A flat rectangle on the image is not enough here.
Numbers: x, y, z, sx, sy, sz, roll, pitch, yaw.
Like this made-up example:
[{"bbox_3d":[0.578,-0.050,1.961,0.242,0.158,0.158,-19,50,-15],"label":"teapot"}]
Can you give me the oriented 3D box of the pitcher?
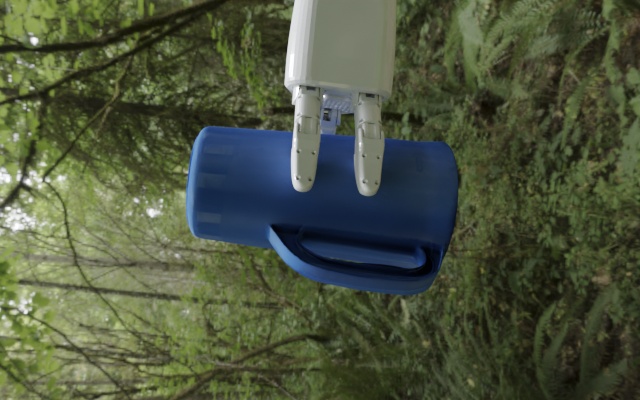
[{"bbox_3d":[0.000,0.001,0.461,0.243,0.145,0.149,6,-1,-6],"label":"pitcher"}]
